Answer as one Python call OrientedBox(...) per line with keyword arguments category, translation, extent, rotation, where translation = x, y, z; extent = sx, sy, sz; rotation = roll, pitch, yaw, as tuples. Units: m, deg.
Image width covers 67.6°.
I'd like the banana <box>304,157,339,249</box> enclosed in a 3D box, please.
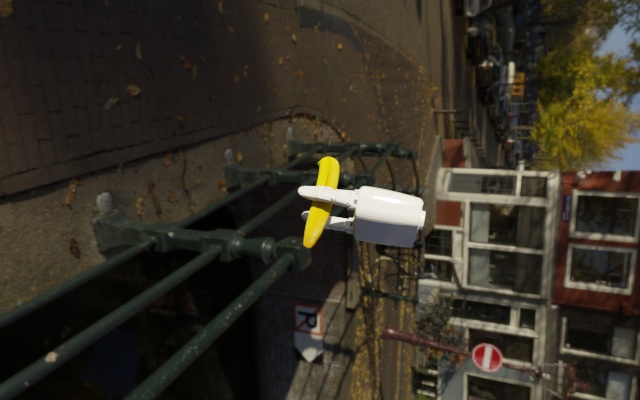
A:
OrientedBox(category="banana", translation=(0.005, -0.010, 0.840), extent=(0.037, 0.197, 0.070), rotation=(16, -37, -6))
